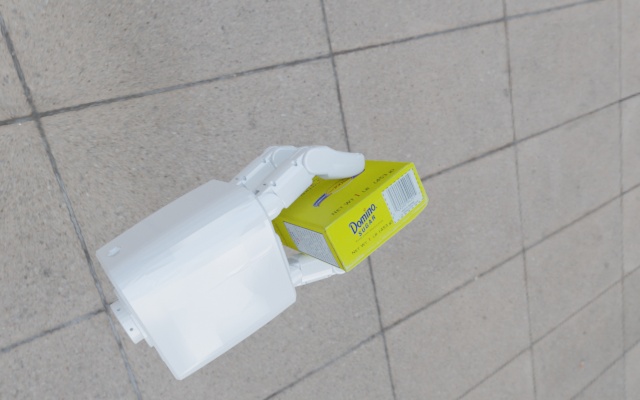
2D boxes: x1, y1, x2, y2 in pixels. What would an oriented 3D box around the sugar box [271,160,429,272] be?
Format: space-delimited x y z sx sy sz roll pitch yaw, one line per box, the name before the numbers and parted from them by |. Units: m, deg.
sugar box | 0.000 0.001 0.421 0.093 0.048 0.176 -36 25 -23
